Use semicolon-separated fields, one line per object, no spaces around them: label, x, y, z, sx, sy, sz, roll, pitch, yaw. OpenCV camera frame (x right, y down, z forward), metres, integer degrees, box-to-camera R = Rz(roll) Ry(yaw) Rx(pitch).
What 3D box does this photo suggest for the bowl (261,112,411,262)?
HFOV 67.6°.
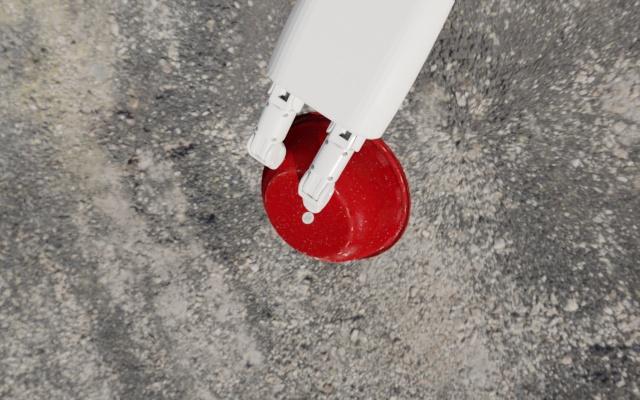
bowl;0.000;0.003;0.453;0.162;0.162;0.055;0;28;33
